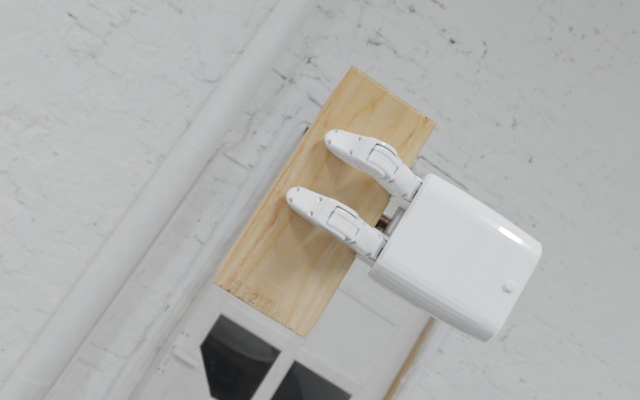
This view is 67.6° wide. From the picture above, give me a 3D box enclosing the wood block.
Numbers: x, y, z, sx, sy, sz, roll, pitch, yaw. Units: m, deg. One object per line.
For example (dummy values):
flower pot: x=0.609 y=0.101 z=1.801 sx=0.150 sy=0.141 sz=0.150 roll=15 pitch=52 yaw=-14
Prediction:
wood block: x=0.000 y=0.002 z=0.424 sx=0.090 sy=0.206 sz=0.091 roll=33 pitch=-7 yaw=-6
